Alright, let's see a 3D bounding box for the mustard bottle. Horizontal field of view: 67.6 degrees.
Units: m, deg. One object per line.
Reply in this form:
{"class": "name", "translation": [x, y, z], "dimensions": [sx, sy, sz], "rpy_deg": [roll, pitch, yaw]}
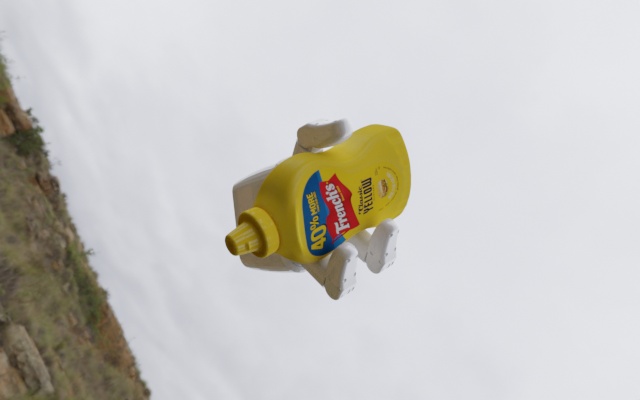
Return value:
{"class": "mustard bottle", "translation": [0.000, 0.001, 0.426], "dimensions": [0.191, 0.096, 0.058], "rpy_deg": [-25, 32, -35]}
